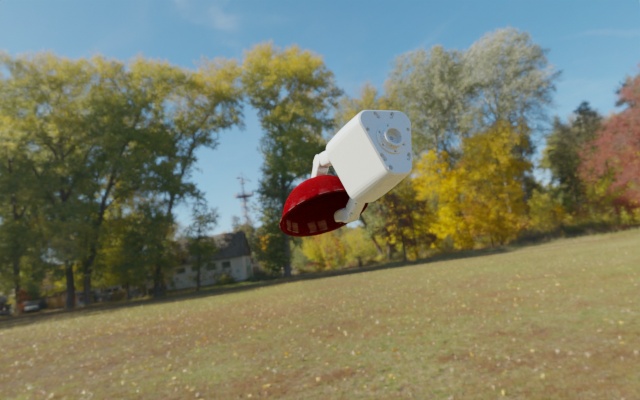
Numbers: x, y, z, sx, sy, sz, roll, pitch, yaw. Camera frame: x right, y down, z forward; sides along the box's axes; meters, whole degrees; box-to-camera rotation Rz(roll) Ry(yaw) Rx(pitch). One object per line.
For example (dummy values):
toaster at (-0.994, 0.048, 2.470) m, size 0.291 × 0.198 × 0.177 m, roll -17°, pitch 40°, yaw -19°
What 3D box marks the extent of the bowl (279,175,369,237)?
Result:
bowl at (-0.001, 0.003, 0.838) m, size 0.162 × 0.055 × 0.162 m, roll -15°, pitch -27°, yaw -8°
